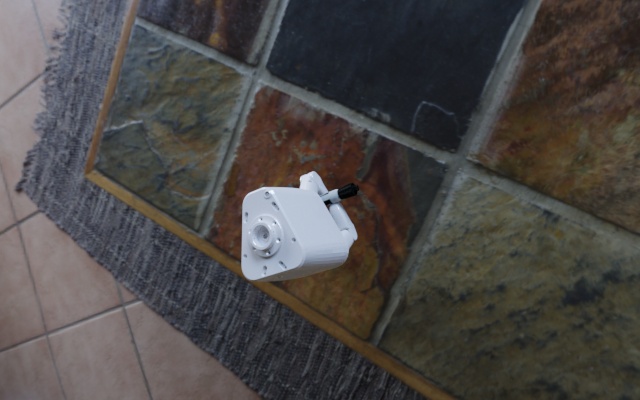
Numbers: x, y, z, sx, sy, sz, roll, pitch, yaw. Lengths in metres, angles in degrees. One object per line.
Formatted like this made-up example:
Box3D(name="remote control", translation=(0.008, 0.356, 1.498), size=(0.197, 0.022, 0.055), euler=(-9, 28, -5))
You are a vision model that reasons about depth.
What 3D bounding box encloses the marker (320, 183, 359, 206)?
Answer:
Box3D(name="marker", translation=(0.000, 0.002, 0.672), size=(0.121, 0.020, 0.020), euler=(-21, -10, 27))
